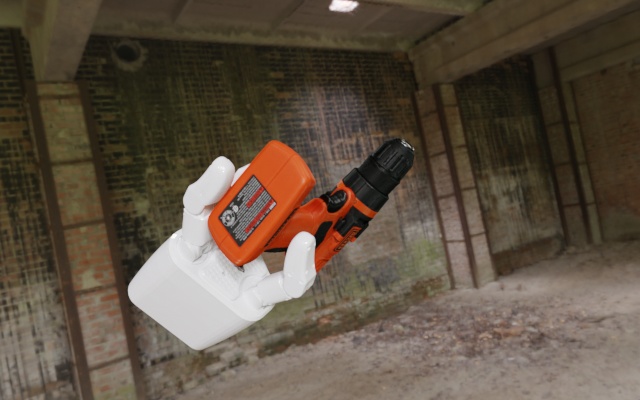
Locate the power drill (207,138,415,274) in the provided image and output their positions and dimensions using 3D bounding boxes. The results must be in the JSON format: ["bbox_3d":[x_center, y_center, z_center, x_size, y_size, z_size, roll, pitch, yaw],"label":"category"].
[{"bbox_3d":[0.000,0.002,0.451,0.057,0.184,0.188,47,16,26],"label":"power drill"}]
